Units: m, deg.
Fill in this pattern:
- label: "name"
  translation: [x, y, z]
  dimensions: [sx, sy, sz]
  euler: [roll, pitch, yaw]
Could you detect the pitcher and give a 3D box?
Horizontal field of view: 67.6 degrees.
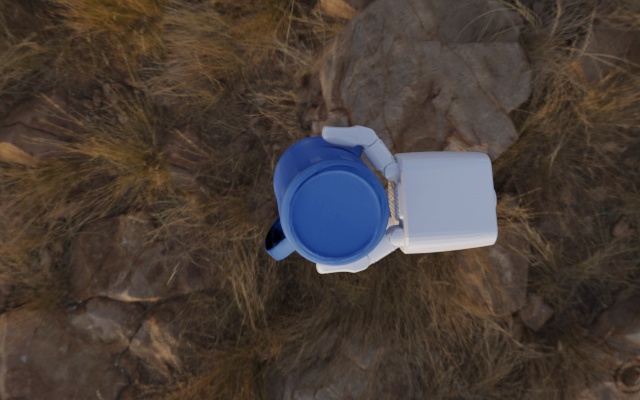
- label: "pitcher"
  translation: [0.000, 0.002, 0.575]
  dimensions: [0.145, 0.149, 0.243]
  euler: [-2, 10, -3]
